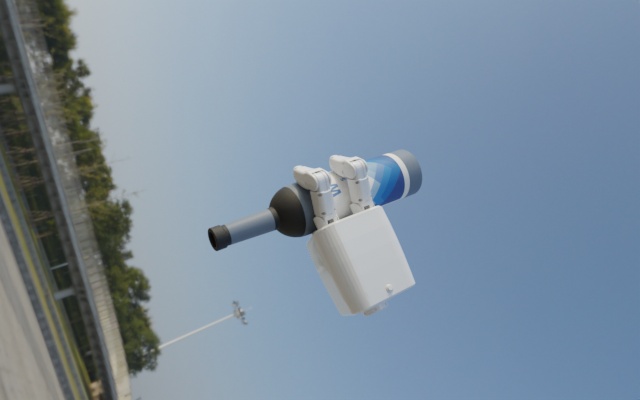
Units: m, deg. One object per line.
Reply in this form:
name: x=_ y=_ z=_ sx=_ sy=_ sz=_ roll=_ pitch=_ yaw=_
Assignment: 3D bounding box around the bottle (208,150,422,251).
bottle: x=0.000 y=0.002 z=0.606 sx=0.295 sy=0.069 sz=0.069 roll=-19 pitch=10 yaw=-30
